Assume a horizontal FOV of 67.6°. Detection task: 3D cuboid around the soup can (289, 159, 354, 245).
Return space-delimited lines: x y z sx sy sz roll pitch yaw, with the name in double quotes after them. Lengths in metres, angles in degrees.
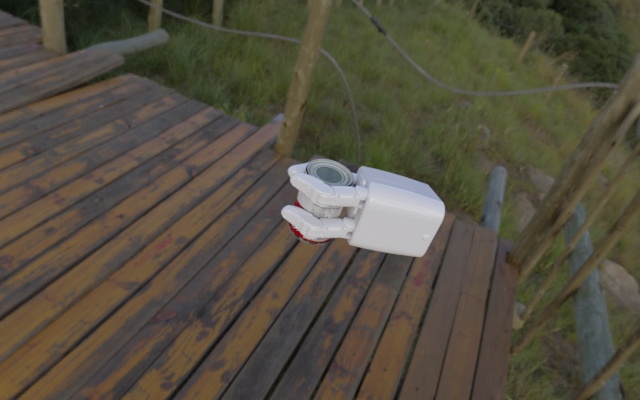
0.000 0.002 0.662 0.068 0.102 0.068 12 36 -9 "soup can"
